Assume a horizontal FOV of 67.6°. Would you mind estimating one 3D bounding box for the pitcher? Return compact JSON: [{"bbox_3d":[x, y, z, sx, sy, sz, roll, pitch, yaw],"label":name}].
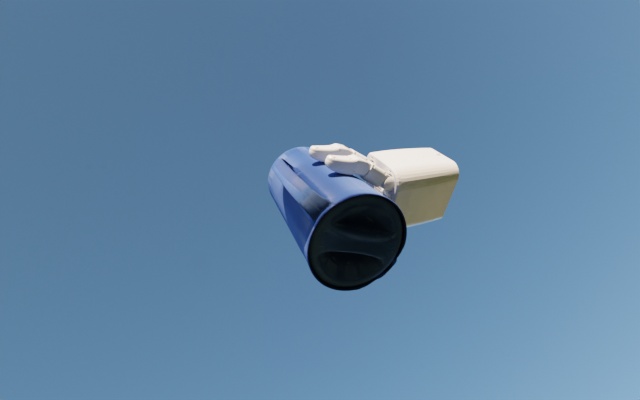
[{"bbox_3d":[0.000,0.002,0.670,0.145,0.149,0.242,-8,26,-19],"label":"pitcher"}]
